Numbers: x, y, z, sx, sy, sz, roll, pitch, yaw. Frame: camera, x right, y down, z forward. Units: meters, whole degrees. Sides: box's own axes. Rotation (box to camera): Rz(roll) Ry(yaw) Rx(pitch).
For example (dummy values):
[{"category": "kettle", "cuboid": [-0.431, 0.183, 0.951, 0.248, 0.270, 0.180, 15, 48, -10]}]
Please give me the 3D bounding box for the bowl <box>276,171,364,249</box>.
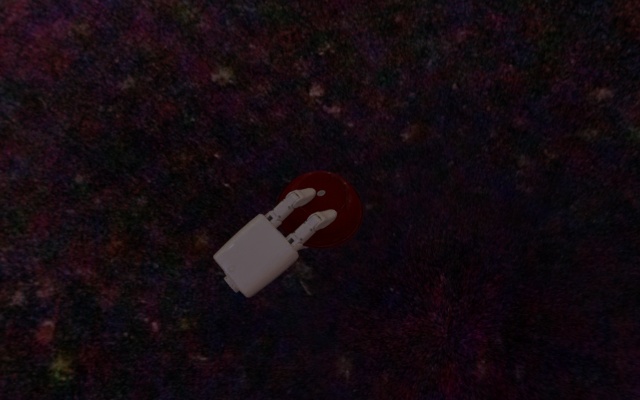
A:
[{"category": "bowl", "cuboid": [0.001, 0.002, 0.854, 0.162, 0.162, 0.055, 0, -31, -3]}]
